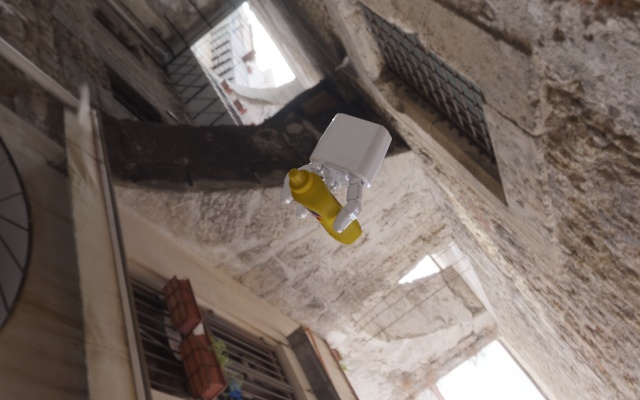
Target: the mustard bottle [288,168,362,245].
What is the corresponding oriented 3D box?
[{"bbox_3d":[0.000,0.003,0.833,0.096,0.058,0.192,45,-2,42],"label":"mustard bottle"}]
